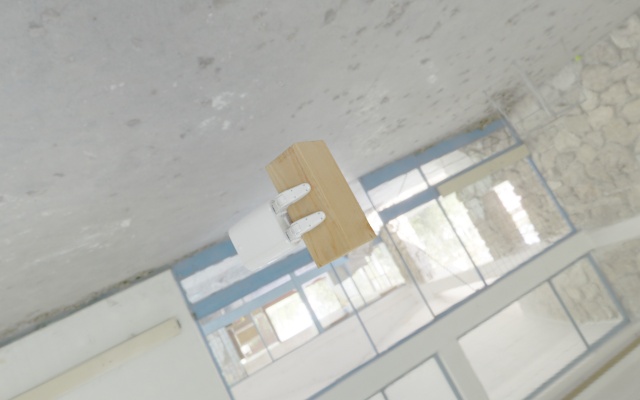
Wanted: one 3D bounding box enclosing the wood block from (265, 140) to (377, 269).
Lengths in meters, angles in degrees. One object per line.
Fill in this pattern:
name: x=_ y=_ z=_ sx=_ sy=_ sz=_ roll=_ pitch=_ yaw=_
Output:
wood block: x=0.000 y=0.003 z=0.859 sx=0.090 sy=0.206 sz=0.091 roll=-34 pitch=-10 yaw=35
